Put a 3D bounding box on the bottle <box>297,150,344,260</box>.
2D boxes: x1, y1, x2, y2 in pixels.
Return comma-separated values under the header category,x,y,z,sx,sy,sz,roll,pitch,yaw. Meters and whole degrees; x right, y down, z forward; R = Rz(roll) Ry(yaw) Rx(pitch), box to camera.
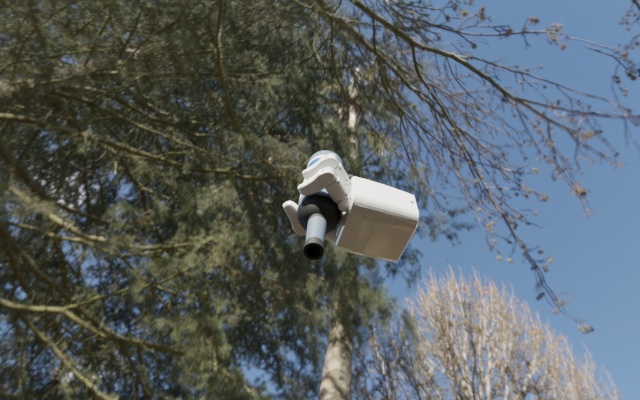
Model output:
category,x,y,z,sx,sy,sz,roll,pitch,yaw
bottle,0.000,0.002,0.750,0.069,0.069,0.295,0,26,4
